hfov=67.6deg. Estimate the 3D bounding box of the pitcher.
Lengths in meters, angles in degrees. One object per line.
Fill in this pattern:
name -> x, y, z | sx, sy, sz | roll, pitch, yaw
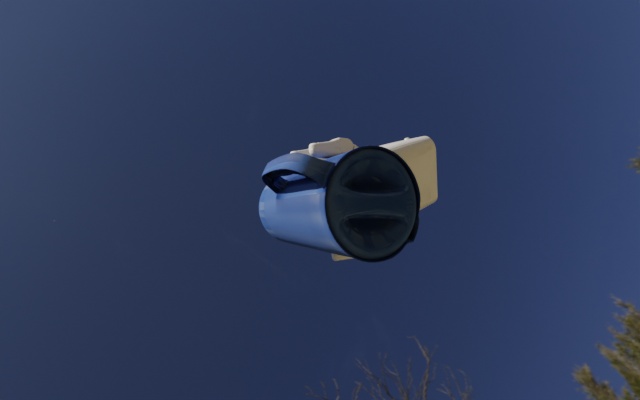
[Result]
pitcher -> 0.000, 0.002, 0.636 | 0.145, 0.149, 0.243 | -21, 8, -28
